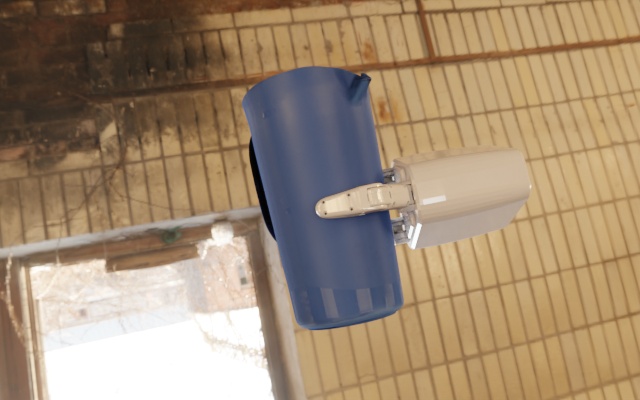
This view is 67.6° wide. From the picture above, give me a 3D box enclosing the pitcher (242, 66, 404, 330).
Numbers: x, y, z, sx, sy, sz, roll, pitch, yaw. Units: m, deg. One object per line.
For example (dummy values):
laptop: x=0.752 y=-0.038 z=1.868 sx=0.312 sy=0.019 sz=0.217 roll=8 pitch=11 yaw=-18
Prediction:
pitcher: x=0.000 y=0.002 z=0.491 sx=0.145 sy=0.243 sz=0.149 roll=-11 pitch=-8 yaw=0
